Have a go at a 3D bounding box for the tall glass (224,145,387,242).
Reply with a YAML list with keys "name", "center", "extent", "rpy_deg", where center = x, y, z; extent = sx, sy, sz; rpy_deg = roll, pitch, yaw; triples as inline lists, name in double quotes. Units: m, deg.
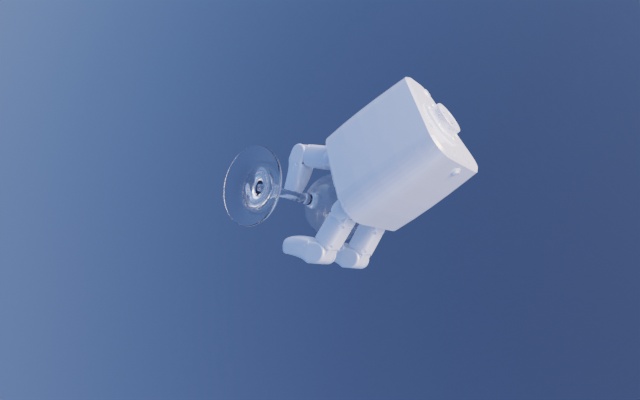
- name: "tall glass"
  center: [0.000, 0.002, 0.503]
  extent: [0.079, 0.079, 0.201]
  rpy_deg: [0, -9, 39]
